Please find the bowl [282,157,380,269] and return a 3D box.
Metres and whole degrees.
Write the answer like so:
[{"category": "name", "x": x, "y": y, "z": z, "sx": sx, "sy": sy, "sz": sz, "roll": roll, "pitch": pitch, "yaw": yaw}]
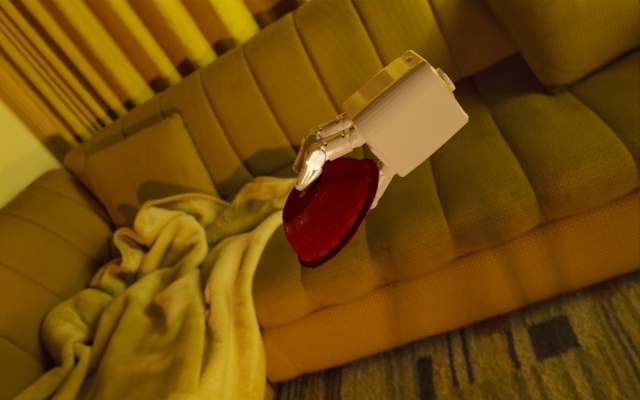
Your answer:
[{"category": "bowl", "x": -0.001, "y": 0.003, "z": 0.598, "sx": 0.055, "sy": 0.162, "sz": 0.162, "roll": 33, "pitch": -13, "yaw": -21}]
